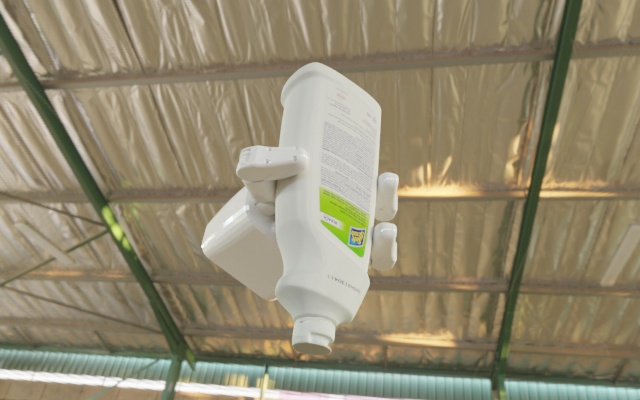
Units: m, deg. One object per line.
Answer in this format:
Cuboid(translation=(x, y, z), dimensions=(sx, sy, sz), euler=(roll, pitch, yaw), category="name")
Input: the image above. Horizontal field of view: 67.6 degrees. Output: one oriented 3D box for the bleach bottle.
Cuboid(translation=(0.000, 0.001, 0.411), dimensions=(0.102, 0.250, 0.068), euler=(27, -39, -26), category="bleach bottle")
